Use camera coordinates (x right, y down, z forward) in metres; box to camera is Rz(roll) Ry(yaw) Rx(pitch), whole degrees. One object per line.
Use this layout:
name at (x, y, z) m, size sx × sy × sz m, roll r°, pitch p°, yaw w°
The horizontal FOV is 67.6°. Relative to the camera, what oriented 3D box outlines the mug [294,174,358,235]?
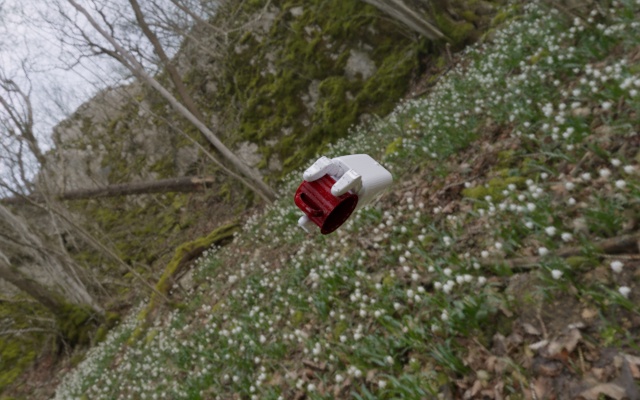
mug at (-0.001, 0.003, 0.845) m, size 0.081 × 0.093 × 0.117 m, roll 42°, pitch 31°, yaw 22°
